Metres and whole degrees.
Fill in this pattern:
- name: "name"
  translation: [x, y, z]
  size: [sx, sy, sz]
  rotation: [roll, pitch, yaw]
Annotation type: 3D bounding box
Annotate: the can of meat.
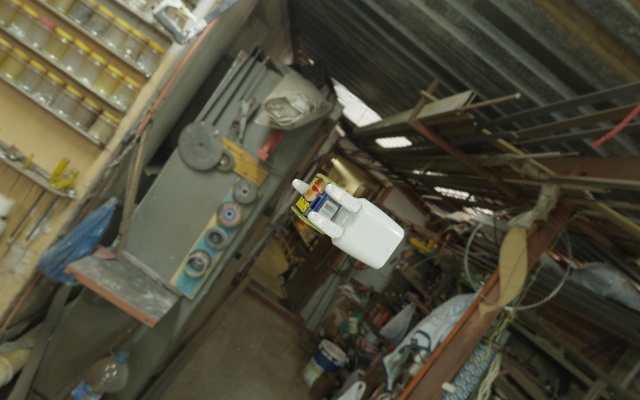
- name: "can of meat"
  translation: [0.000, 0.002, 0.857]
  size: [0.057, 0.084, 0.102]
  rotation: [35, 2, -18]
